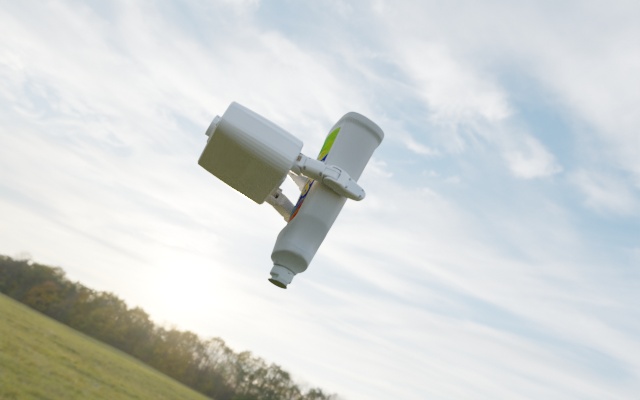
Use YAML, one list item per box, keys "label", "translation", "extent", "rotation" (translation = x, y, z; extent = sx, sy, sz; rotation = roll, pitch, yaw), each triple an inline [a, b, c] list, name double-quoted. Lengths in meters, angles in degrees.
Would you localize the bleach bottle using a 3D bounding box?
- label: "bleach bottle"
  translation: [0.000, 0.002, 0.649]
  extent: [0.068, 0.250, 0.102]
  rotation: [32, -25, -11]
